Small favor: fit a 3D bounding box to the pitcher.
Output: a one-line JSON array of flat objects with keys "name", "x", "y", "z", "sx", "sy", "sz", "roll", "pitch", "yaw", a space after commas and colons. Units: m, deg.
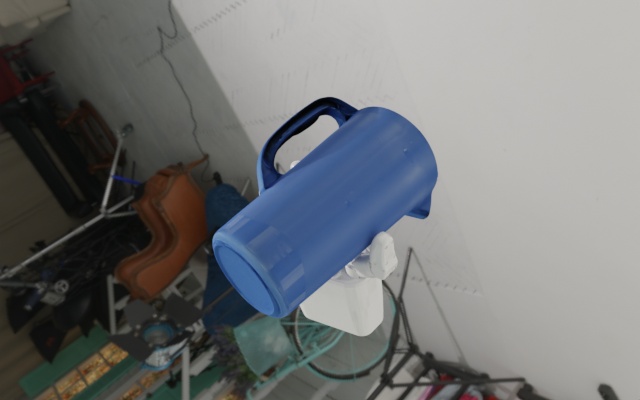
[{"name": "pitcher", "x": 0.000, "y": 0.002, "z": 0.521, "sx": 0.149, "sy": 0.145, "sz": 0.242, "roll": 26, "pitch": 53, "yaw": 37}]
